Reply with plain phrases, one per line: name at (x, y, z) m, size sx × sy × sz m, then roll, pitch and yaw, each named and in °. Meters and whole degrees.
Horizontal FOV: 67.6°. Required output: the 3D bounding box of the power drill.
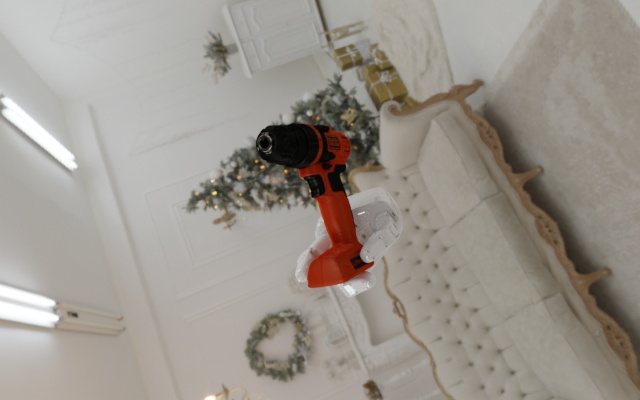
power drill at (0.000, 0.002, 0.559) m, size 0.057 × 0.187 × 0.184 m, roll -13°, pitch -2°, yaw 28°
